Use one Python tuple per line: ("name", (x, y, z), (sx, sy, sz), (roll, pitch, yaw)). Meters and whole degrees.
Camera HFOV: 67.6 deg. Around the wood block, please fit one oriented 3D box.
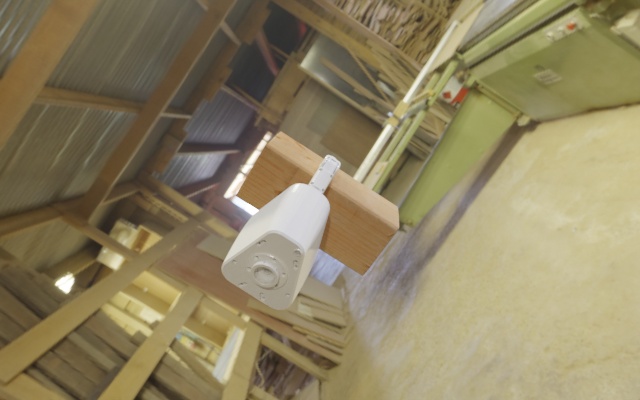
("wood block", (0.000, 0.002, 0.673), (0.206, 0.091, 0.090), (33, 20, -4))
